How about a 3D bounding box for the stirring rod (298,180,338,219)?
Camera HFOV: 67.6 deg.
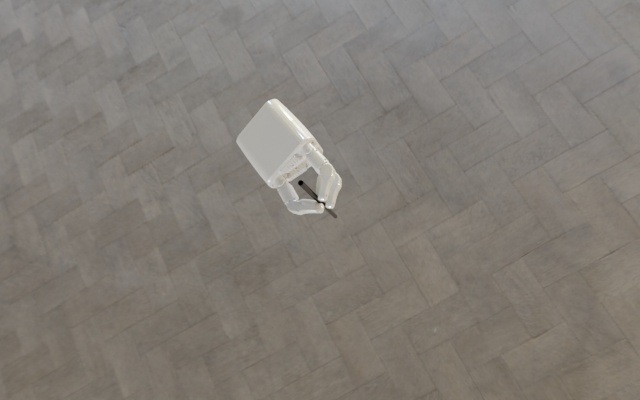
[{"bbox_3d":[0.000,0.003,0.785,0.011,0.011,0.239,0,-13,14],"label":"stirring rod"}]
